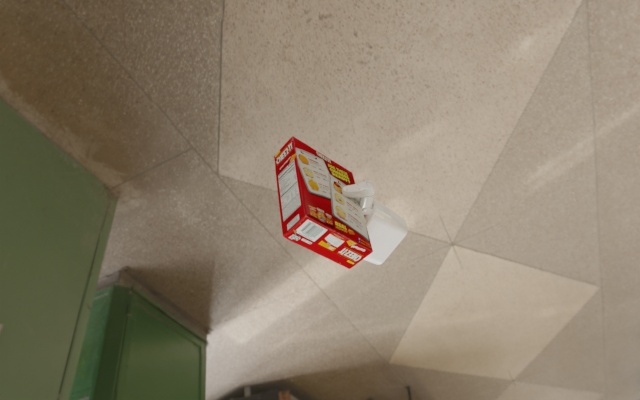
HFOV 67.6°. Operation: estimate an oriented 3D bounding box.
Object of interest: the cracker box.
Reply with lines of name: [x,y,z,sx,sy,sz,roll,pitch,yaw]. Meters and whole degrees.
cracker box: [0.000,0.003,0.886,0.164,0.213,0.072,29,-57,-33]
